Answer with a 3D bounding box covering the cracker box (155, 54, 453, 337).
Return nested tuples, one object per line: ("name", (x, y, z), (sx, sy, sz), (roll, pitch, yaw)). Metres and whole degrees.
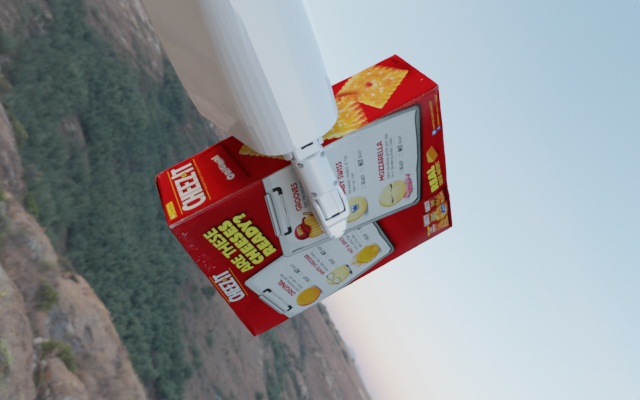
("cracker box", (0.000, 0.001, 0.404), (0.213, 0.164, 0.072), (-28, 45, -6))
